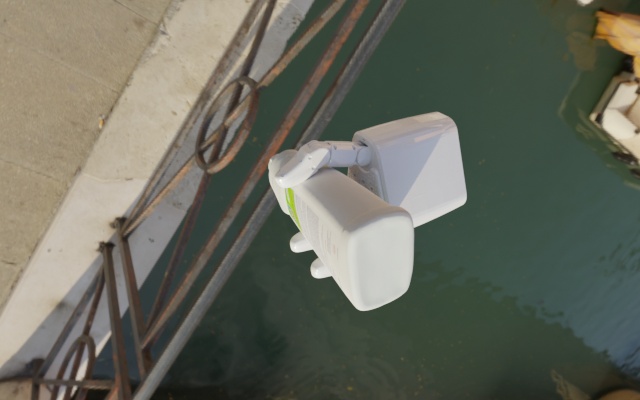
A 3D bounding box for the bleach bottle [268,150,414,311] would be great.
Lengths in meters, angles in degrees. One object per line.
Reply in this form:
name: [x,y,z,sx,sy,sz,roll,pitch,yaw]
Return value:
bleach bottle: [0.000,0.002,0.507,0.068,0.103,0.250,-19,34,-19]
